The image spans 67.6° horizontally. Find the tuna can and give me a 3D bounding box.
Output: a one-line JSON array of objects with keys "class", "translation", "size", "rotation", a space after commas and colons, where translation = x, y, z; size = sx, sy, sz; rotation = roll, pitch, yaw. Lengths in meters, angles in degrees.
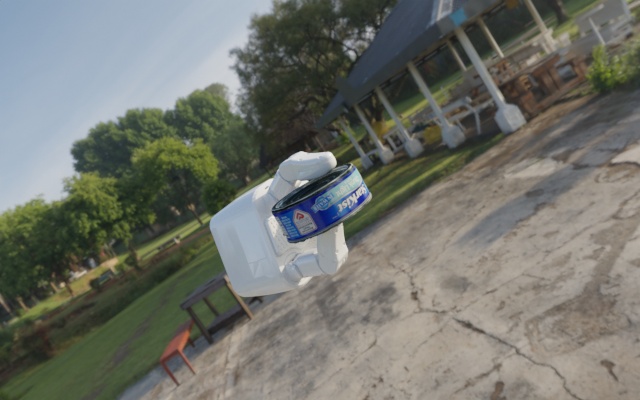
[{"class": "tuna can", "translation": [0.000, 0.001, 0.423], "size": [0.086, 0.034, 0.086], "rotation": [-29, 10, 5]}]
